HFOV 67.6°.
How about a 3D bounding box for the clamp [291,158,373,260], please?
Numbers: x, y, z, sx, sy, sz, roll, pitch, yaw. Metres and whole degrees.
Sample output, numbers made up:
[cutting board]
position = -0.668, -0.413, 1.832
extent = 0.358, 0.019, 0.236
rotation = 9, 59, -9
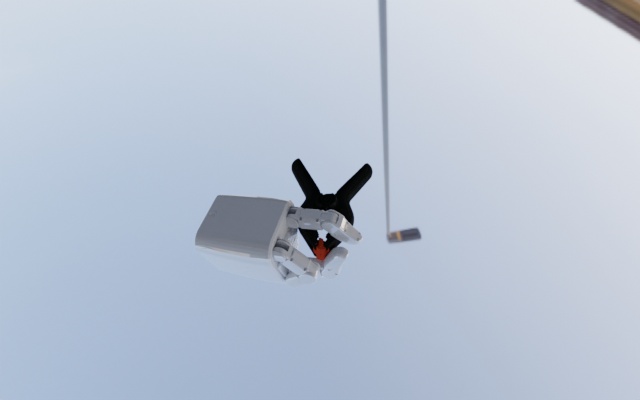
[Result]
[clamp]
position = 0.000, 0.003, 0.673
extent = 0.120, 0.171, 0.039
rotation = 7, -41, 15
